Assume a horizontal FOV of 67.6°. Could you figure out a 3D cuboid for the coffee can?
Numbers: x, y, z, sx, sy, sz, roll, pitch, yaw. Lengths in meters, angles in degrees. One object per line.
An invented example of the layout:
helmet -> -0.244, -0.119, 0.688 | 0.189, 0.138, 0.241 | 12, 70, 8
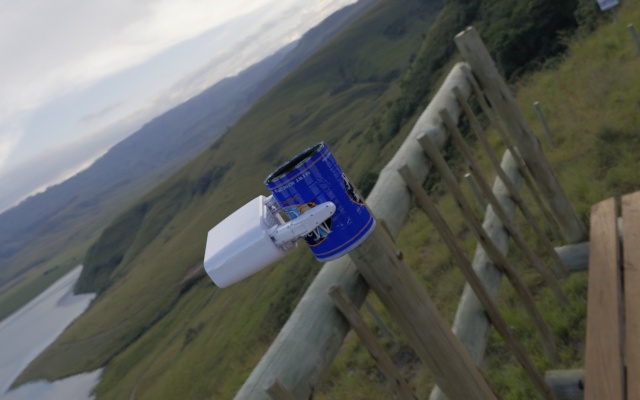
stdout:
coffee can -> 0.000, 0.002, 0.685 | 0.103, 0.140, 0.102 | -32, 13, 8
